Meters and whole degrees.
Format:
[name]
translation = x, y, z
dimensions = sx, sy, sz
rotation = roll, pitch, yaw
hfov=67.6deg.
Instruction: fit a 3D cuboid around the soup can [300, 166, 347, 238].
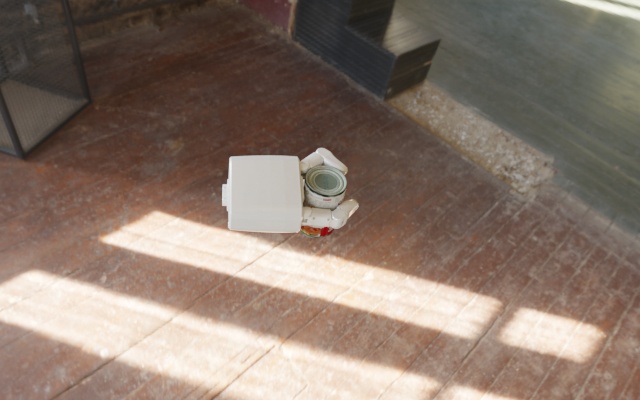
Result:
[soup can]
translation = 0.001, 0.002, 0.760
dimensions = 0.068, 0.068, 0.102
rotation = 0, -42, -13
